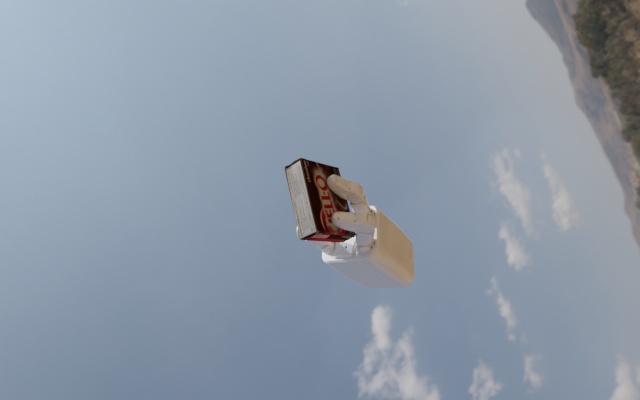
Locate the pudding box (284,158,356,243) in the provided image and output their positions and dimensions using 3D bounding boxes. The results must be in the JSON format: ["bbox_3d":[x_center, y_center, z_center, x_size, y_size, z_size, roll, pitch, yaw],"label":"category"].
[{"bbox_3d":[0.000,0.002,0.682,0.039,0.113,0.090,-28,-22,32],"label":"pudding box"}]
